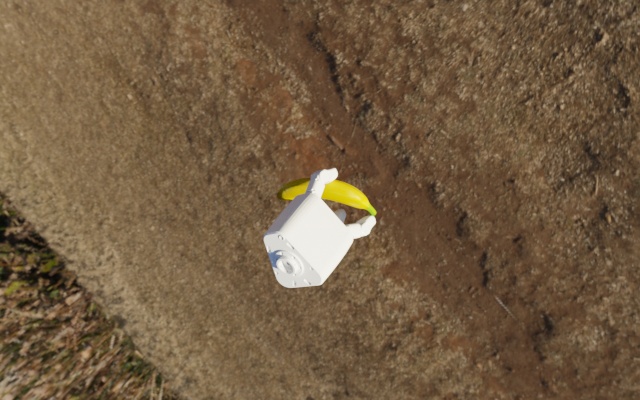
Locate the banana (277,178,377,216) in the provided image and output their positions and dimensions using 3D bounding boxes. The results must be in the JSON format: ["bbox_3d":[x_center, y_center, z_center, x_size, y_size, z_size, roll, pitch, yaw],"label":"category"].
[{"bbox_3d":[0.001,-0.012,0.859,0.198,0.070,0.037,11,40,23],"label":"banana"}]
